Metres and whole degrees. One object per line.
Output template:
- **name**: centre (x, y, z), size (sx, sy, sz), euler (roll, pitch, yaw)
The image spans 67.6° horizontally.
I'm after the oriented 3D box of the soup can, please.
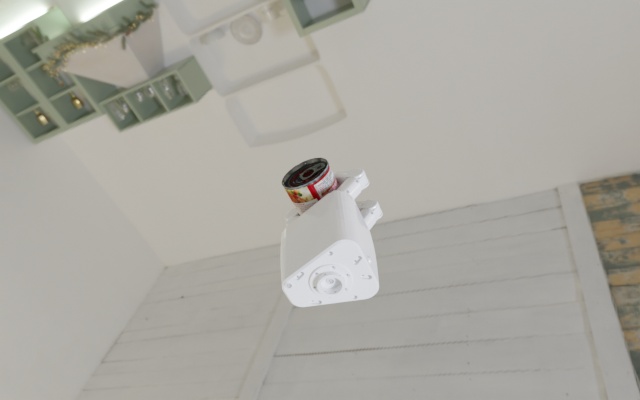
- **soup can**: centre (0.000, 0.002, 0.653), size (0.068, 0.102, 0.068), euler (-21, 29, 13)
